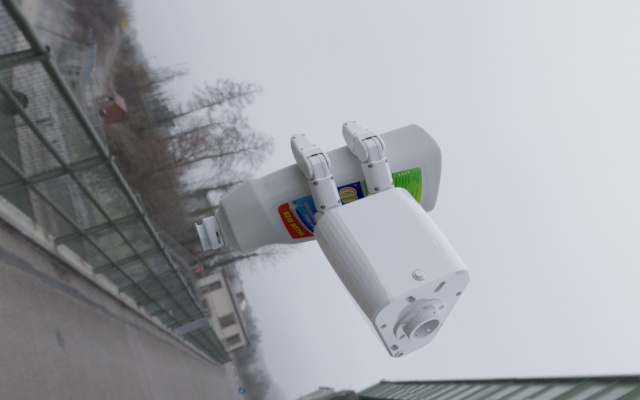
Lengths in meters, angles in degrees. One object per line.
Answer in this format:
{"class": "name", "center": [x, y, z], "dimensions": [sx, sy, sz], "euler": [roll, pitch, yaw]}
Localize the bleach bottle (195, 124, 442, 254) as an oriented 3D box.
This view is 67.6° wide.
{"class": "bleach bottle", "center": [0.000, 0.001, 0.491], "dimensions": [0.251, 0.103, 0.068], "euler": [-19, 46, -15]}
